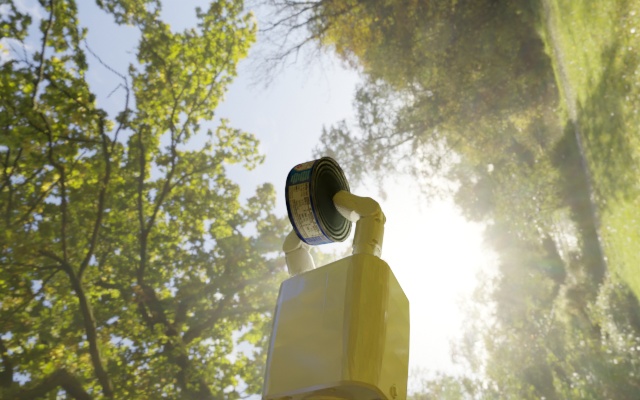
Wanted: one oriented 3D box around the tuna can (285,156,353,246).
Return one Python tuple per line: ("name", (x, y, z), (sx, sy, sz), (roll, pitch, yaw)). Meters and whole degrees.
("tuna can", (0.000, 0.002, 0.473), (0.034, 0.086, 0.086), (-12, -5, 27))
